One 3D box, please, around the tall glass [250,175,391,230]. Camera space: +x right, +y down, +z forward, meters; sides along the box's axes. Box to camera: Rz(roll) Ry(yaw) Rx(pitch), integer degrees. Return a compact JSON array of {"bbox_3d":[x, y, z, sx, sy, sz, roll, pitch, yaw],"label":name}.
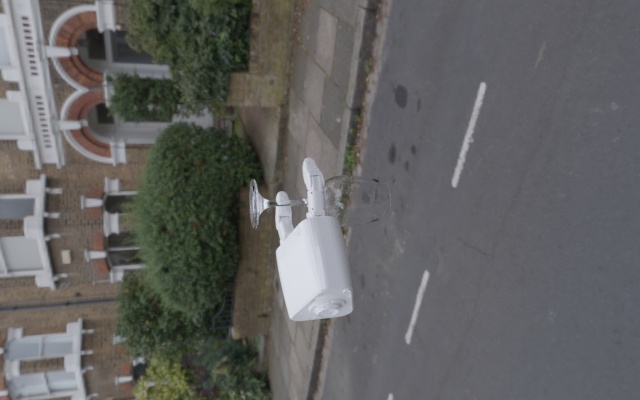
[{"bbox_3d":[-0.001,0.002,0.707,0.201,0.079,0.079,-2,1,-16],"label":"tall glass"}]
